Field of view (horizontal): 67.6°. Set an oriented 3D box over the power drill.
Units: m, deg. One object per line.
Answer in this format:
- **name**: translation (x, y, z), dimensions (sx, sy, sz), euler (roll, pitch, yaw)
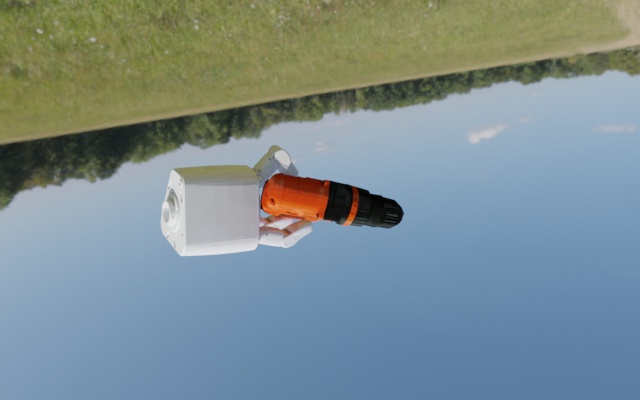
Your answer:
- **power drill**: translation (0.000, 0.002, 0.670), dimensions (0.184, 0.057, 0.187), euler (13, -6, -18)
